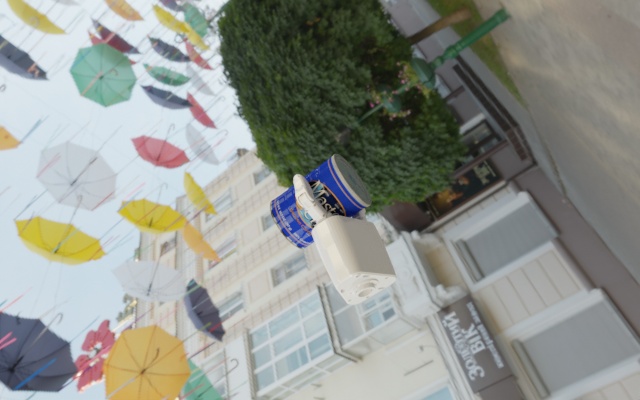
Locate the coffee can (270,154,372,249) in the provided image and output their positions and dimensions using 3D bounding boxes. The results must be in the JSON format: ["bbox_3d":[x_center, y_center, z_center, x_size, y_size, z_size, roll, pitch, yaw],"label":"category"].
[{"bbox_3d":[0.000,0.002,0.809,0.140,0.103,0.103,-35,-12,17],"label":"coffee can"}]
